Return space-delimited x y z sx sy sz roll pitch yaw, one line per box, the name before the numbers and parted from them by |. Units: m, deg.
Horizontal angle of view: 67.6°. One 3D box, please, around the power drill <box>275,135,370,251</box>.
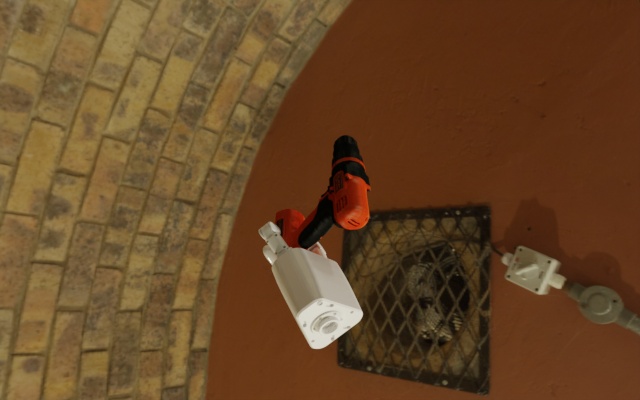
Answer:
power drill | 0.000 0.003 0.761 0.057 0.184 0.188 28 -52 -26
